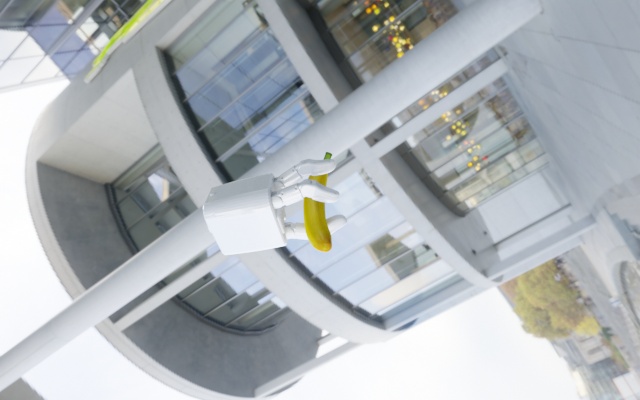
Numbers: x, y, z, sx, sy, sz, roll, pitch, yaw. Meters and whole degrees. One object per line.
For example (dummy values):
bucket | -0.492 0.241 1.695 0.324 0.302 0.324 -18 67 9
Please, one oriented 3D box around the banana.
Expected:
banana | -0.005 0.011 0.754 0.037 0.197 0.070 10 -41 -12
